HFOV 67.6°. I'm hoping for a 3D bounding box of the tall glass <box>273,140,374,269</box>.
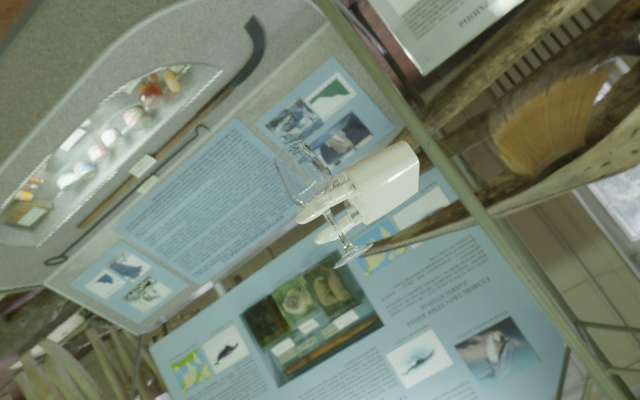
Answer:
[{"bbox_3d":[0.000,0.003,0.753,0.079,0.201,0.079,-30,-14,-8],"label":"tall glass"}]
